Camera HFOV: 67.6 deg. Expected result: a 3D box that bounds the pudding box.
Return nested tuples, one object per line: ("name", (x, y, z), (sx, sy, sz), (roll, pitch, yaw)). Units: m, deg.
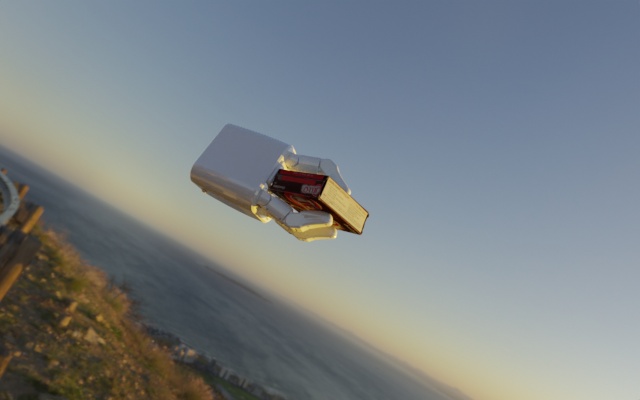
("pudding box", (0.000, 0.002, 0.643), (0.090, 0.039, 0.113), (12, -17, 41))
